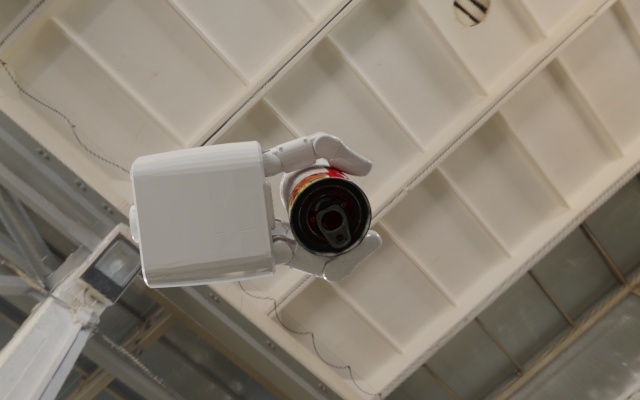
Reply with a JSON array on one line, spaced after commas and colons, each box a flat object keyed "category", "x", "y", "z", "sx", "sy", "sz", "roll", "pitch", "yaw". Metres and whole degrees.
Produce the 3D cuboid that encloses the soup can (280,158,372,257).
[{"category": "soup can", "x": 0.000, "y": 0.001, "z": 0.433, "sx": 0.068, "sy": 0.068, "sz": 0.102, "roll": 0, "pitch": 15, "yaw": -10}]
